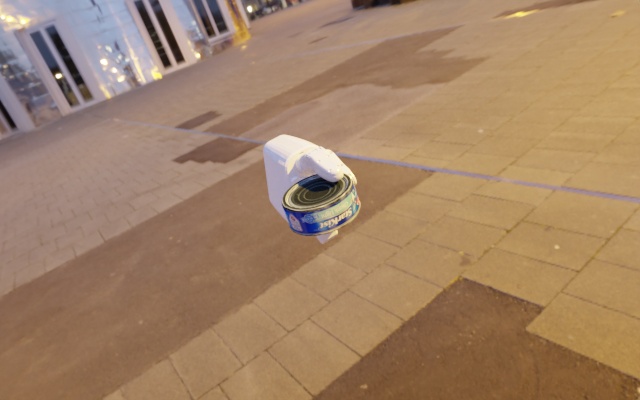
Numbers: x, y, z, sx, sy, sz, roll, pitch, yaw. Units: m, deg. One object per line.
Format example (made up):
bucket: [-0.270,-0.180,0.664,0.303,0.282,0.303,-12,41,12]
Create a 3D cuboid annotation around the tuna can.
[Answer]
tuna can: [0.000,0.001,0.541,0.086,0.034,0.086,-15,28,8]
